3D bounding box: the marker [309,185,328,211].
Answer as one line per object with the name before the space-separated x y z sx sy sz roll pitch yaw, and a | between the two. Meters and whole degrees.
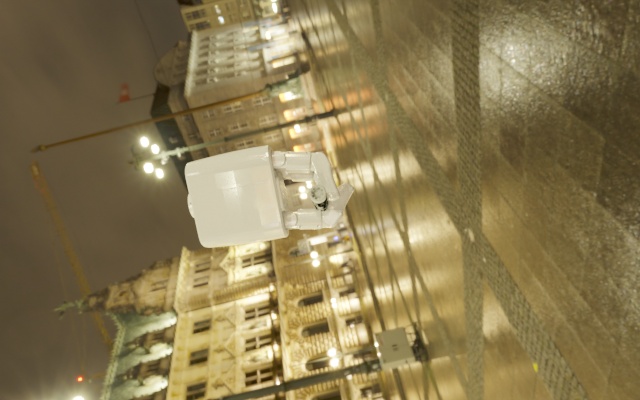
marker | 0.000 0.002 0.573 0.020 0.020 0.121 0 -9 3
